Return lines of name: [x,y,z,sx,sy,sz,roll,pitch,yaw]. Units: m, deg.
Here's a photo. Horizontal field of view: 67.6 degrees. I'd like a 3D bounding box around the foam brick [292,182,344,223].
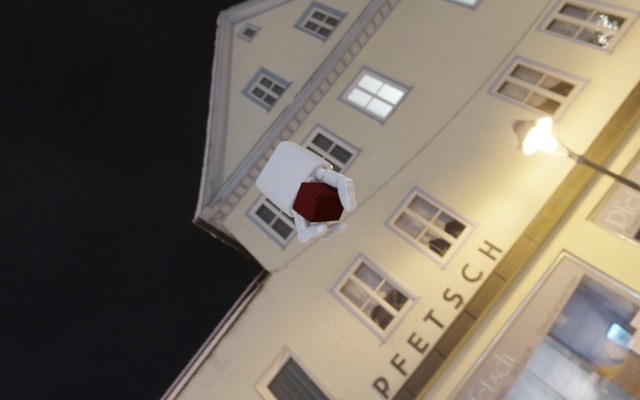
foam brick: [0.000,0.003,0.822,0.051,0.053,0.078,35,22,36]
